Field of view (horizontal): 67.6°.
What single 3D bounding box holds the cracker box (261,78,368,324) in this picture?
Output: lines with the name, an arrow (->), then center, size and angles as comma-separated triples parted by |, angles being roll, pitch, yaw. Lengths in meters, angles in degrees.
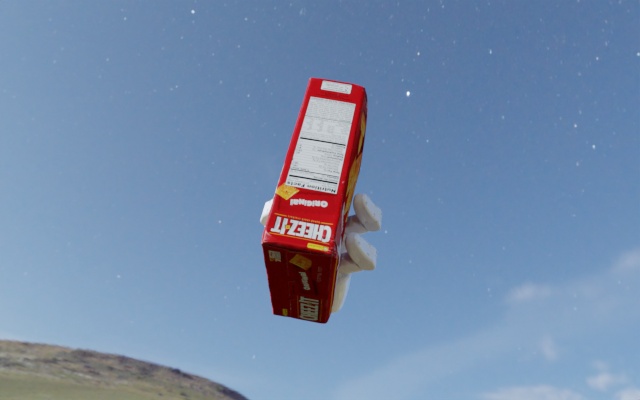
cracker box -> 0.000, 0.002, 0.521 | 0.072, 0.213, 0.164 | 9, -34, 5
